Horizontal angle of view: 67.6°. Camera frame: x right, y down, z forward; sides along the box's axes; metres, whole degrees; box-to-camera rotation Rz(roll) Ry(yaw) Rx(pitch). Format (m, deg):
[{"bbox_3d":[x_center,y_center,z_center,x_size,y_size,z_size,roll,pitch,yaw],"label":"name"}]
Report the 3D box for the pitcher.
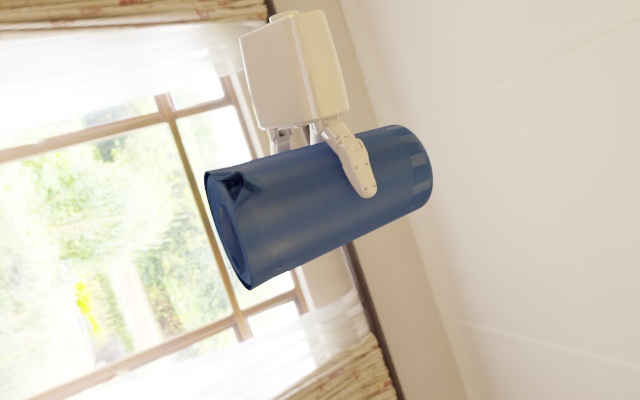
[{"bbox_3d":[0.000,0.002,0.547,0.243,0.145,0.149,-20,13,-21],"label":"pitcher"}]
